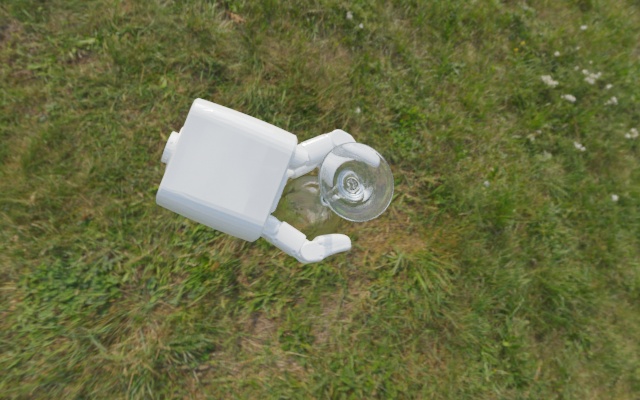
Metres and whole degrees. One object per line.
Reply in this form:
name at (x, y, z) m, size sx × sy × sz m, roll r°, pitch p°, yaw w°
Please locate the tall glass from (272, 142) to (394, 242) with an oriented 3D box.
tall glass at (0.000, 0.002, 0.524) m, size 0.079 × 0.079 × 0.201 m, roll 0°, pitch -11°, yaw -20°
